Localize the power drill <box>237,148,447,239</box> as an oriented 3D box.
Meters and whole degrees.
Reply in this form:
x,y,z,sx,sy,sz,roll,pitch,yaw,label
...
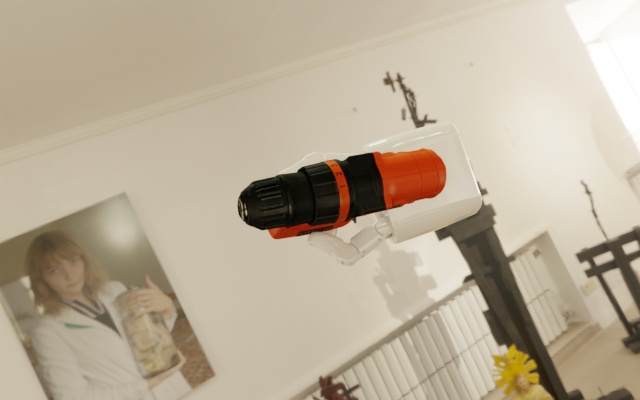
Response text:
x,y,z,sx,sy,sz,roll,pitch,yaw,label
0.000,0.001,0.461,0.184,0.057,0.187,-9,-4,-20,power drill
